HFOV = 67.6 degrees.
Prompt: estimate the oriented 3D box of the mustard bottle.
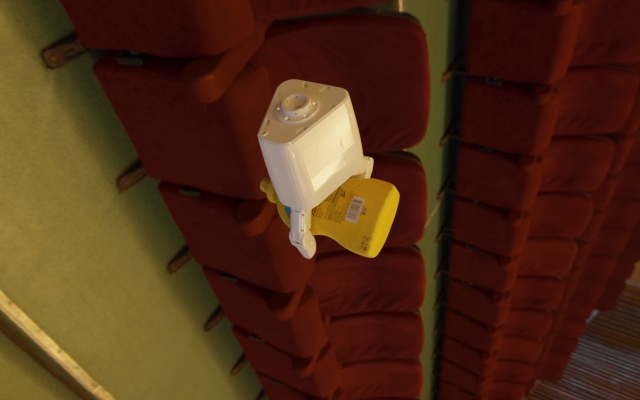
[{"bbox_3d":[0.000,0.002,0.634,0.191,0.096,0.058,17,-8,26],"label":"mustard bottle"}]
